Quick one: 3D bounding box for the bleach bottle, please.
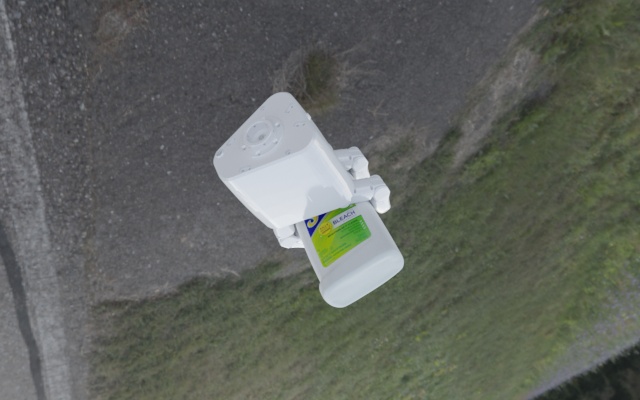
[{"bbox_3d":[0.000,0.002,0.599,0.102,0.250,0.068,-33,-37,3],"label":"bleach bottle"}]
